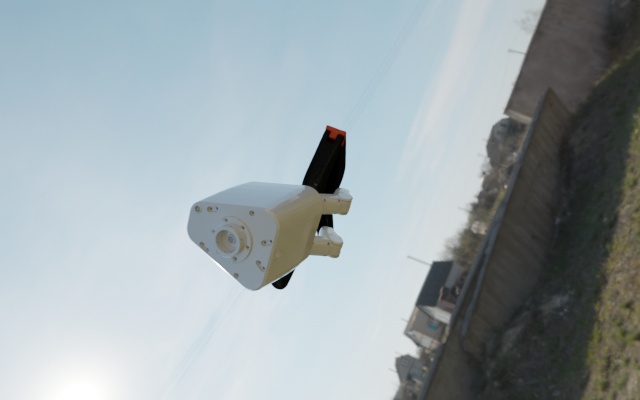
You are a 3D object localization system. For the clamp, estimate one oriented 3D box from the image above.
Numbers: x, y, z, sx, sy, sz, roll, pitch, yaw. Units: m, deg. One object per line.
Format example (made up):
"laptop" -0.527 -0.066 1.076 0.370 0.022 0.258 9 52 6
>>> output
"clamp" -0.001 0.001 0.642 0.036 0.210 0.164 22 19 17
